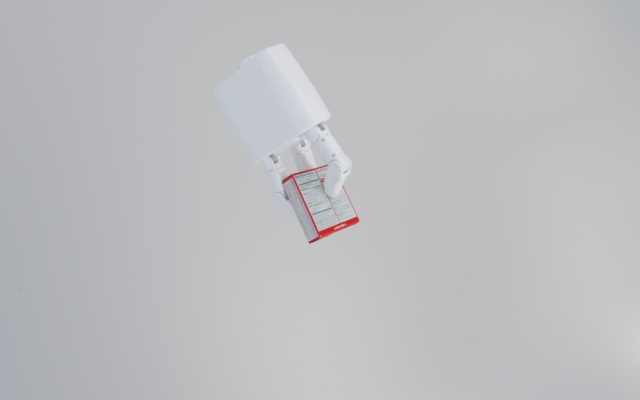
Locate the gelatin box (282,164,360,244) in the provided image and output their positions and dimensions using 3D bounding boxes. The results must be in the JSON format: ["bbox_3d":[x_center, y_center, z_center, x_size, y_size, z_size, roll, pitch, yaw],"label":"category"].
[{"bbox_3d":[0.001,0.002,0.614,0.073,0.089,0.030,-19,-10,-41],"label":"gelatin box"}]
